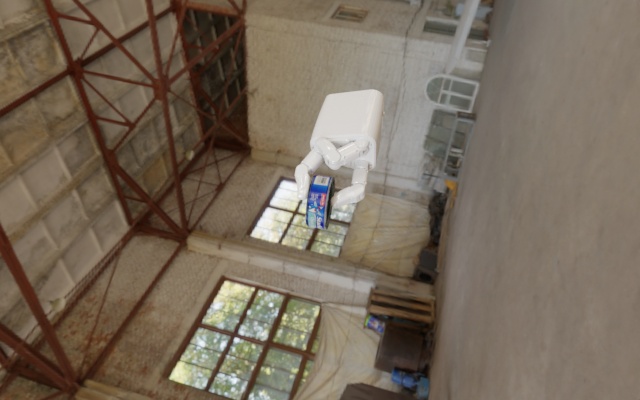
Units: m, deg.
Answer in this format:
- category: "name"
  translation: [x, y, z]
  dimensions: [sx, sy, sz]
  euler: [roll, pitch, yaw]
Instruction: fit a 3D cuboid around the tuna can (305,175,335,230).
- category: "tuna can"
  translation: [0.000, 0.002, 0.770]
  dimensions: [0.034, 0.086, 0.086]
  euler: [8, 1, 7]
